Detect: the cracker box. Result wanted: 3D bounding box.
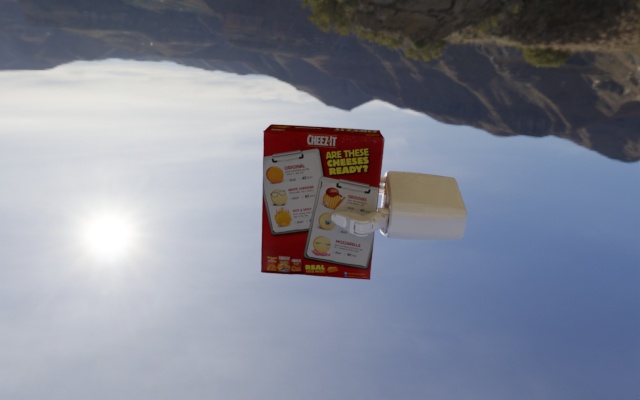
[{"bbox_3d":[0.000,0.002,0.694,0.164,0.214,0.072,4,18,1],"label":"cracker box"}]
